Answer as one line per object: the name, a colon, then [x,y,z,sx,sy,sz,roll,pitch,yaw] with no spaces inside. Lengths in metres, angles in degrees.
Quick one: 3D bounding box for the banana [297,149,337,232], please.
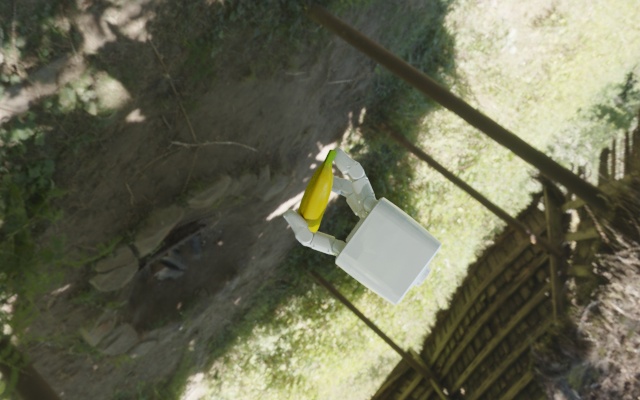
banana: [-0.009,0.012,0.725,0.037,0.069,0.198,33,-38,10]
